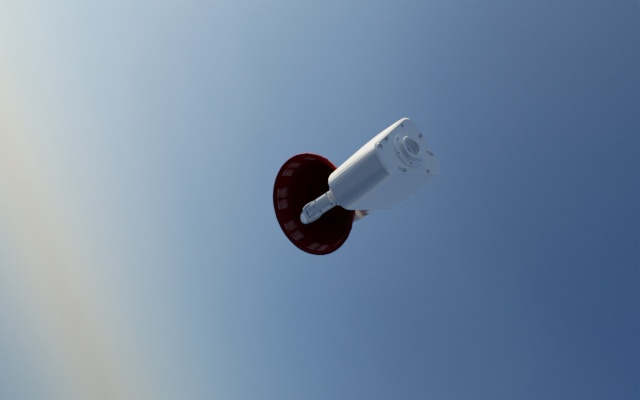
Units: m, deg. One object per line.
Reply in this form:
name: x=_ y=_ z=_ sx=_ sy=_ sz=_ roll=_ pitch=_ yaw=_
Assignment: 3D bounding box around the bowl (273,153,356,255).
bowl: x=-0.001 y=0.003 z=0.759 sx=0.162 sy=0.162 sz=0.055 roll=0 pitch=10 yaw=39
